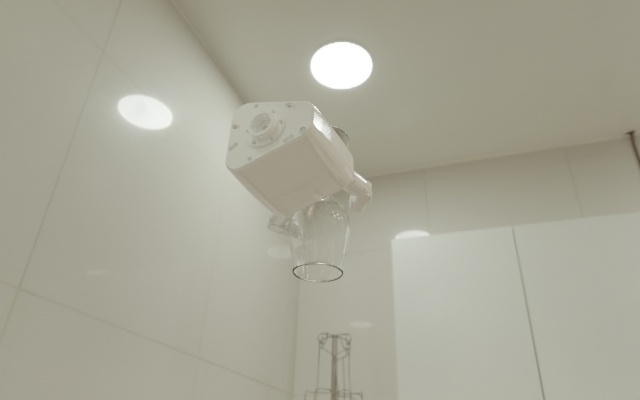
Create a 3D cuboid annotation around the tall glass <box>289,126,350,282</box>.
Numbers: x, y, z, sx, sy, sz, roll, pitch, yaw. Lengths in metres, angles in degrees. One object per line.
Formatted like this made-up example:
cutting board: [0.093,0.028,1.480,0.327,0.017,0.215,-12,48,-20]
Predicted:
tall glass: [0.000,0.002,0.627,0.079,0.201,0.079,2,-29,1]
